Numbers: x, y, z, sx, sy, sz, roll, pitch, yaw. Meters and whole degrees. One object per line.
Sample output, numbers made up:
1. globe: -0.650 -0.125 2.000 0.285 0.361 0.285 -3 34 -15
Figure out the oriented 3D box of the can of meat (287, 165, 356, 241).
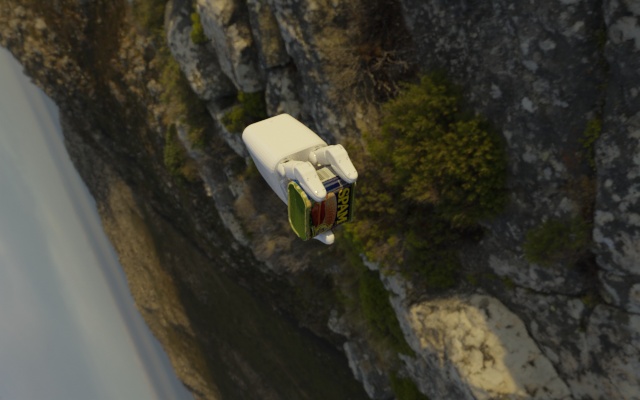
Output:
1. can of meat: 0.000 0.003 0.699 0.084 0.102 0.057 -24 50 -24
